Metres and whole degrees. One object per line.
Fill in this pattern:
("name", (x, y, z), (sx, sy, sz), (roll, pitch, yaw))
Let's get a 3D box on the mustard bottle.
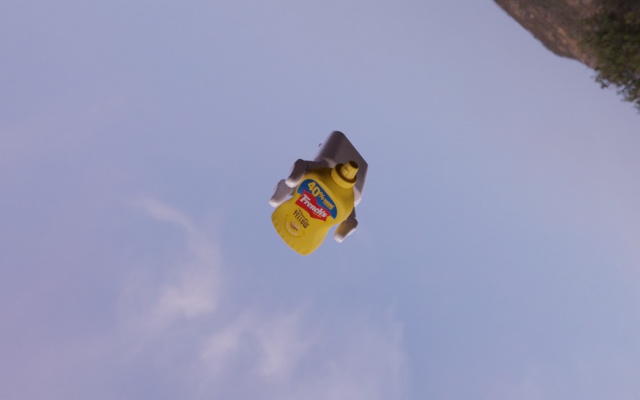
("mustard bottle", (0.000, 0.003, 0.773), (0.058, 0.096, 0.192), (-28, -16, -51))
